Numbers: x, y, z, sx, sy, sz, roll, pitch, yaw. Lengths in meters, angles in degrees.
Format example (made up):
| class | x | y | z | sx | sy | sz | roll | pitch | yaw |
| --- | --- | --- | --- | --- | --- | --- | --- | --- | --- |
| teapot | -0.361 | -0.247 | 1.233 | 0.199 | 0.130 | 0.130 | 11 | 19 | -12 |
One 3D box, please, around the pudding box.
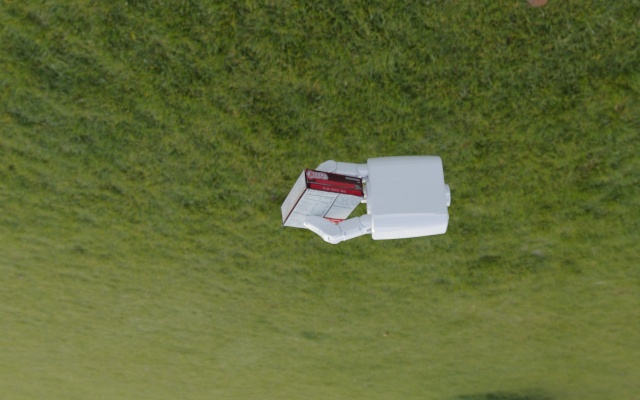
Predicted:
| class | x | y | z | sx | sy | sz | roll | pitch | yaw |
| --- | --- | --- | --- | --- | --- | --- | --- | --- | --- |
| pudding box | 0.000 | 0.002 | 0.699 | 0.090 | 0.039 | 0.113 | 9 | -36 | -20 |
